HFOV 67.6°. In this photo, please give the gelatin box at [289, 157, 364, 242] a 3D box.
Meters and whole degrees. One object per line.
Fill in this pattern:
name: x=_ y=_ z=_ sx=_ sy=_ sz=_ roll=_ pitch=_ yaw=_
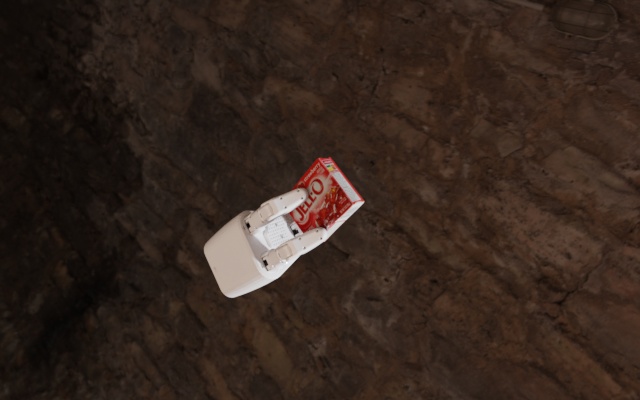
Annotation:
gelatin box: x=0.001 y=0.002 z=0.594 sx=0.030 sy=0.073 sz=0.089 roll=-14 pitch=-28 yaw=-52
